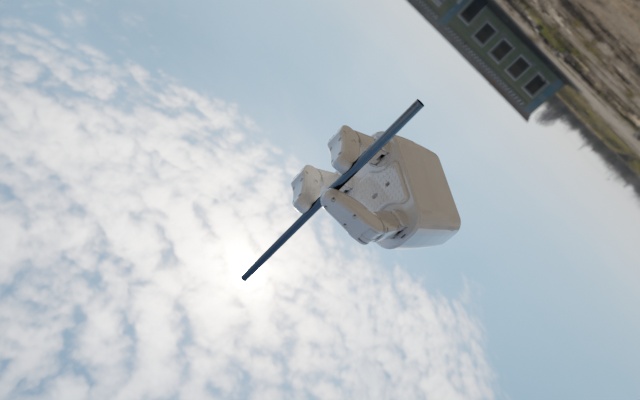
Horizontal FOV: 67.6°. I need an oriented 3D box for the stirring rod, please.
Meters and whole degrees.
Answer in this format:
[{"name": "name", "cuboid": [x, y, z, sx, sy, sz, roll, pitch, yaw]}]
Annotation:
[{"name": "stirring rod", "cuboid": [0.000, 0.001, 0.416, 0.240, 0.011, 0.011, -45, -25, 27]}]
